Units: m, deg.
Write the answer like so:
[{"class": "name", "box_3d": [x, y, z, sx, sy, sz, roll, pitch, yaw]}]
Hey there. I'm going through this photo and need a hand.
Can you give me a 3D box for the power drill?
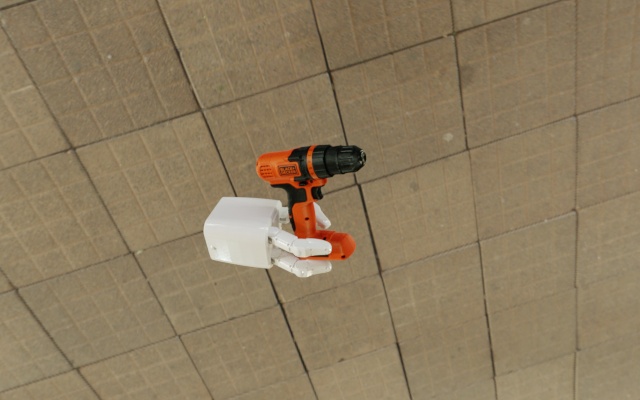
[{"class": "power drill", "box_3d": [0.000, 0.003, 0.758, 0.184, 0.188, 0.057, -2, 23, 30]}]
